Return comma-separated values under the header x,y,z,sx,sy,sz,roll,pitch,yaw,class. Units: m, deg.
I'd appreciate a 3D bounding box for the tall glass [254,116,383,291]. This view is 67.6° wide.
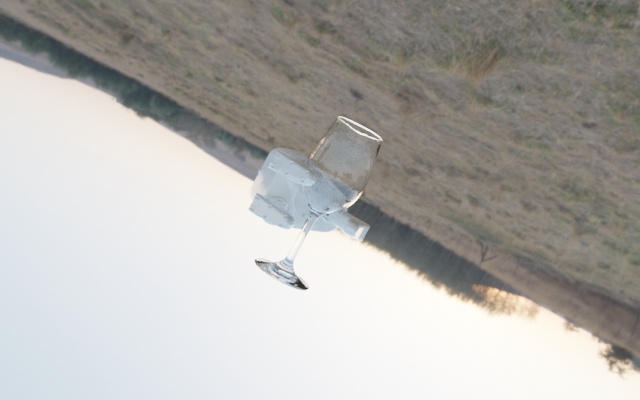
x,y,z,sx,sy,sz,roll,pitch,yaw,class
0.000,0.003,0.572,0.079,0.201,0.079,28,3,-2,tall glass
